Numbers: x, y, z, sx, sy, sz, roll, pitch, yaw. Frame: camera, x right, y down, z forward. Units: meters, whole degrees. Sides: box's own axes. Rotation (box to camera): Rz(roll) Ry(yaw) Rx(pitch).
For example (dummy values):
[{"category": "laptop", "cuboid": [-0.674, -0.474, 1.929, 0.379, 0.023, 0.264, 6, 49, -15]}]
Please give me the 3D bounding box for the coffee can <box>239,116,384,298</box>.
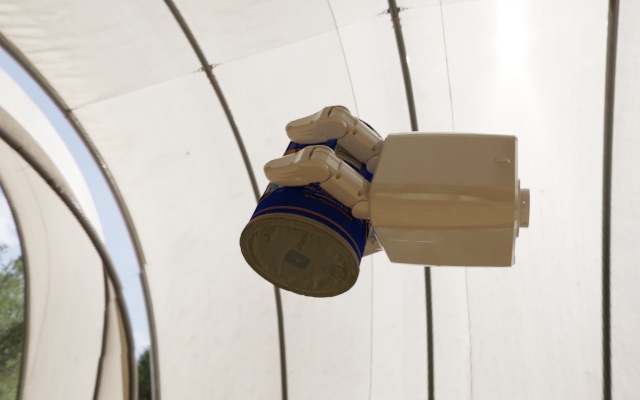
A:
[{"category": "coffee can", "cuboid": [0.000, 0.002, 0.436, 0.103, 0.140, 0.103, 12, -42, 11]}]
